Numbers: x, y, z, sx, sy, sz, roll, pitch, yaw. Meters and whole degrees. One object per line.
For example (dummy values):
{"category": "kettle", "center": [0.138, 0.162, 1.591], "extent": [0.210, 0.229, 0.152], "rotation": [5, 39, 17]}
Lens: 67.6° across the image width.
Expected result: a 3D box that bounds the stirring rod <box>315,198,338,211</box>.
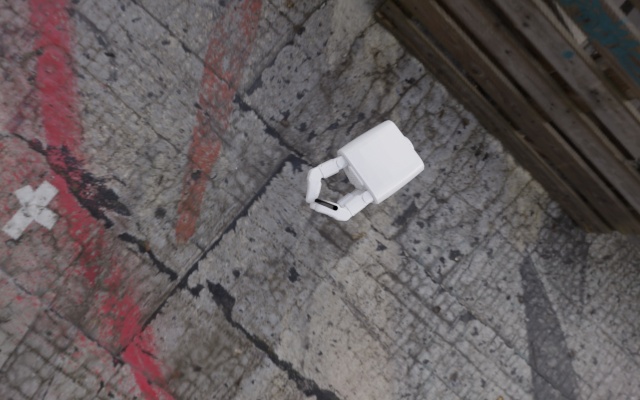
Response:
{"category": "stirring rod", "center": [0.000, 0.002, 0.779], "extent": [0.011, 0.011, 0.239], "rotation": [0, 4, -10]}
